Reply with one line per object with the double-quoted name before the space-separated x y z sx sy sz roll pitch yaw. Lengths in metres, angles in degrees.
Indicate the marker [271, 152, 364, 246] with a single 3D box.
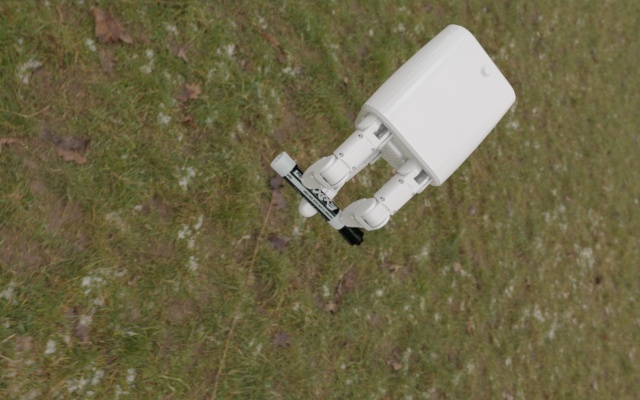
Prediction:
"marker" 0.000 0.002 0.466 0.121 0.020 0.020 45 -17 -18
